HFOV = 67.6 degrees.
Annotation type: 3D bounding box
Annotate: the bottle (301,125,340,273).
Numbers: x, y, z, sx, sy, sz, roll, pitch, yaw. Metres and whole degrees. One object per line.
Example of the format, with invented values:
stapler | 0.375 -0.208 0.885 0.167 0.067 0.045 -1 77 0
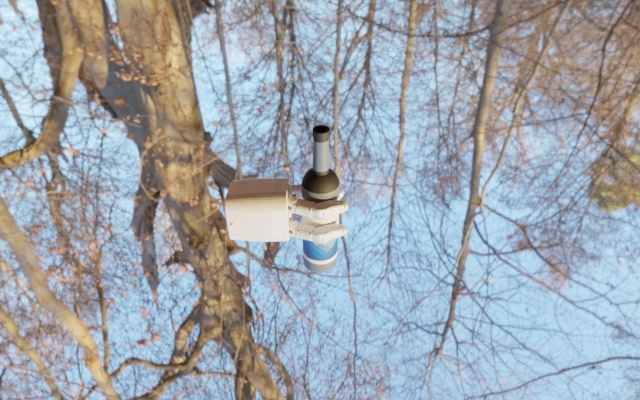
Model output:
bottle | 0.000 0.003 0.842 0.069 0.296 0.069 0 39 0
